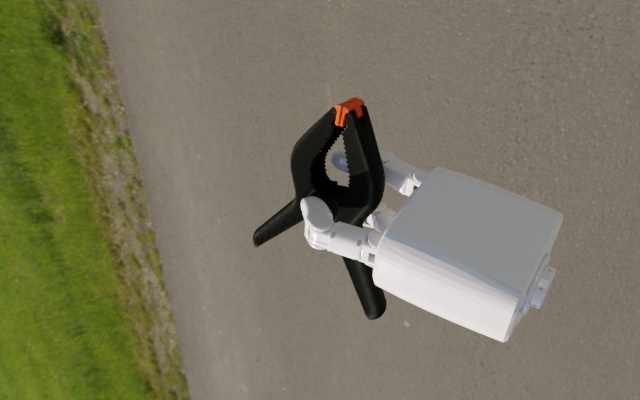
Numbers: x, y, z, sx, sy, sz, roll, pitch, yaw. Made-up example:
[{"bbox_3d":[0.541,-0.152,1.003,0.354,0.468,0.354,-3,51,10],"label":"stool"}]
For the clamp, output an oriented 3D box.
[{"bbox_3d":[0.000,0.001,0.453,0.164,0.210,0.036,22,35,27],"label":"clamp"}]
